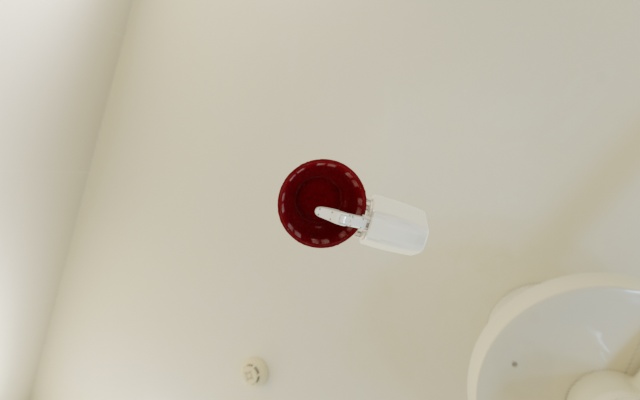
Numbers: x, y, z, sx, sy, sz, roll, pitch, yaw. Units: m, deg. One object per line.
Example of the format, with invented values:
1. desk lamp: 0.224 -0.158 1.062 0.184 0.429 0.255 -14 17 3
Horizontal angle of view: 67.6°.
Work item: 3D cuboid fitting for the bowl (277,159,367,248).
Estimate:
1. bowl: -0.001 0.002 0.874 0.162 0.162 0.055 0 9 -9
